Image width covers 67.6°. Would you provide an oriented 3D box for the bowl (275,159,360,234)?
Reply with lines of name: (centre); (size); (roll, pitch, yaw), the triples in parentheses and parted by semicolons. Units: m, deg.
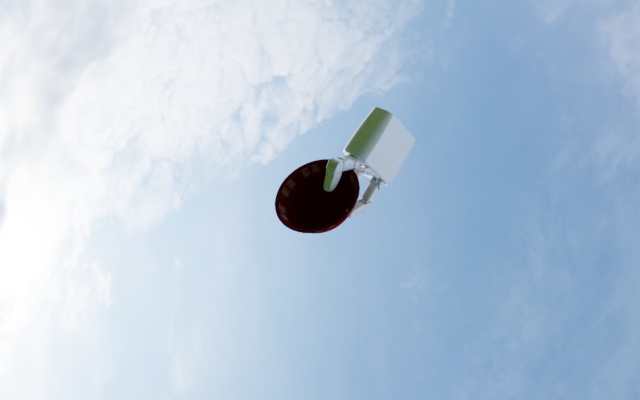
bowl: (-0.001, 0.004, 0.879); (0.162, 0.162, 0.055); (0, -34, 22)
